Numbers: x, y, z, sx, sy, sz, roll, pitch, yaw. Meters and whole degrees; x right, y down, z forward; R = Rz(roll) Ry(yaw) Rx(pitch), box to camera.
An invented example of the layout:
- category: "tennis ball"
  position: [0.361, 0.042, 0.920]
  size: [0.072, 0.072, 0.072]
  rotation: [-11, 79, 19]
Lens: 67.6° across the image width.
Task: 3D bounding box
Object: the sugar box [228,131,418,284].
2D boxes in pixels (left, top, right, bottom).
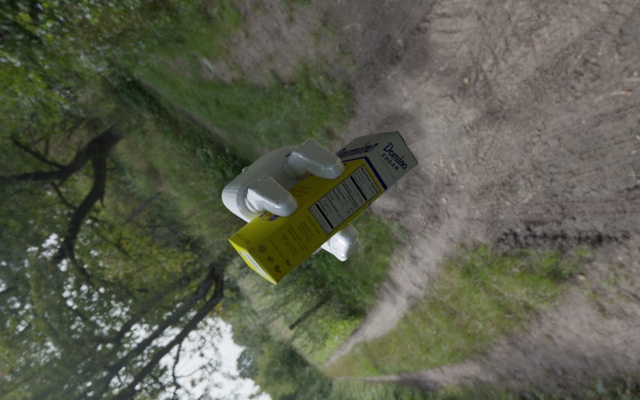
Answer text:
- category: "sugar box"
  position: [0.000, 0.001, 0.459]
  size: [0.176, 0.048, 0.093]
  rotation: [-42, 17, -15]
